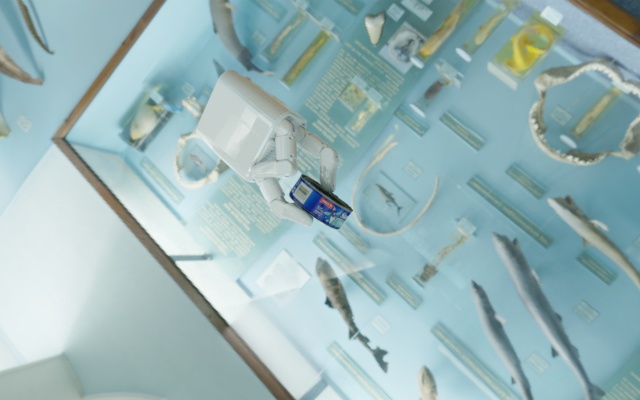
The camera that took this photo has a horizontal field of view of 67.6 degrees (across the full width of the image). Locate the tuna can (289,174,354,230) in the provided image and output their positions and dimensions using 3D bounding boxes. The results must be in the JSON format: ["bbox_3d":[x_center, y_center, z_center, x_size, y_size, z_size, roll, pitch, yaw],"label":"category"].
[{"bbox_3d":[0.000,0.003,0.643,0.086,0.034,0.086,35,7,-5],"label":"tuna can"}]
